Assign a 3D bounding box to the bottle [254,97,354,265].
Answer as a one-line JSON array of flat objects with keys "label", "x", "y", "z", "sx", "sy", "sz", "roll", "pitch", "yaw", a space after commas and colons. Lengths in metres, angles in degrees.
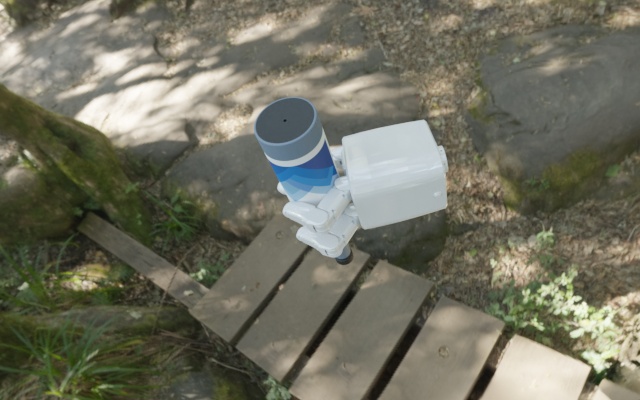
[{"label": "bottle", "x": 0.000, "y": 0.002, "z": 0.594, "sx": 0.069, "sy": 0.069, "sz": 0.296, "roll": 0, "pitch": -34, "yaw": 17}]
